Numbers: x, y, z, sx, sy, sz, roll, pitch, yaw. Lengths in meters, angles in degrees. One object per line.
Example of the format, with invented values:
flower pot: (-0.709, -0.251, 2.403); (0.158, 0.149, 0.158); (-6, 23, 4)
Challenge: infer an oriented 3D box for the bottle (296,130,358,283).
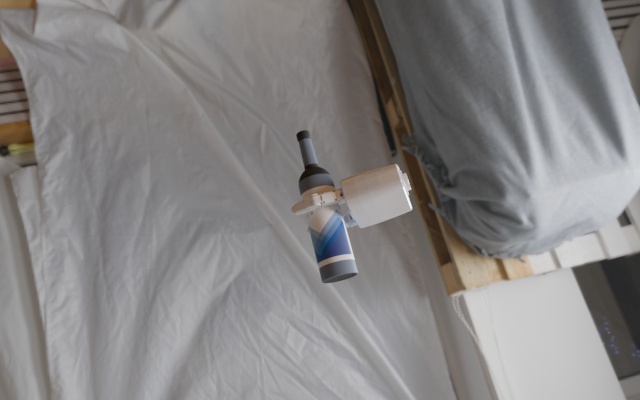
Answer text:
bottle: (0.000, 0.003, 0.894); (0.069, 0.295, 0.069); (-13, -19, -4)
